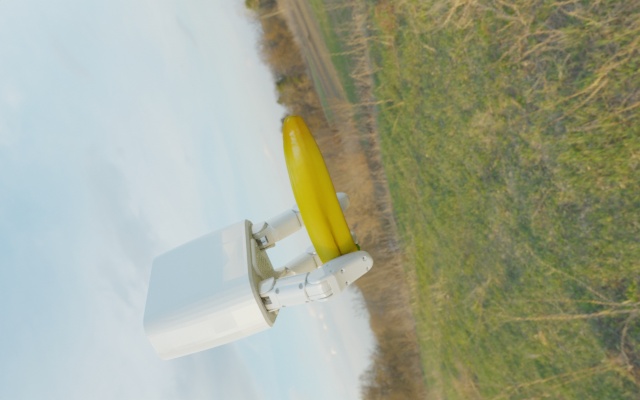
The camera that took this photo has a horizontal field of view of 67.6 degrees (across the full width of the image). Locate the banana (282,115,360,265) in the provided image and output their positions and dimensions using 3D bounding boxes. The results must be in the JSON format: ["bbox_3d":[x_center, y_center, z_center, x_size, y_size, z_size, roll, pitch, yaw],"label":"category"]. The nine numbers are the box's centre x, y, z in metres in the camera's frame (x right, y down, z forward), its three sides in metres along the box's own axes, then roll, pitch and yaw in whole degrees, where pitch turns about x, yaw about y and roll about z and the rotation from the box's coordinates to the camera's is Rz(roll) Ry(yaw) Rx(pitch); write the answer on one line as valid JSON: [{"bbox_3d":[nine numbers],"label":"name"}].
[{"bbox_3d":[0.005,0.016,0.432,0.037,0.069,0.198,-19,-45,4],"label":"banana"}]
